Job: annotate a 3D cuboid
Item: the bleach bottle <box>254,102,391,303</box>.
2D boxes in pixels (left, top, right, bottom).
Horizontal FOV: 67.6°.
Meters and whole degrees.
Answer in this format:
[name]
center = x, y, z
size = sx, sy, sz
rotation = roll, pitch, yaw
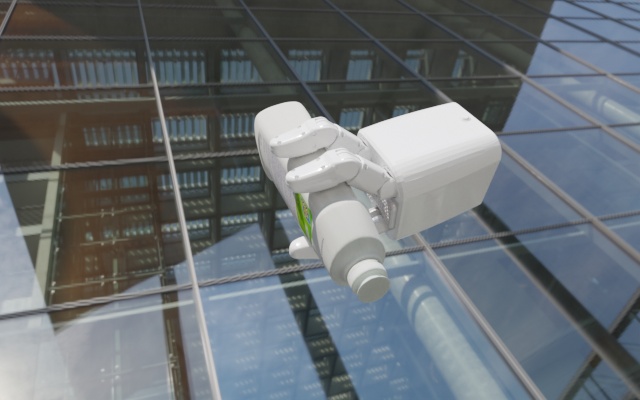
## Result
[bleach bottle]
center = 0.000, 0.001, 0.464
size = 0.068, 0.103, 0.250
rotation = -20, 42, -9
